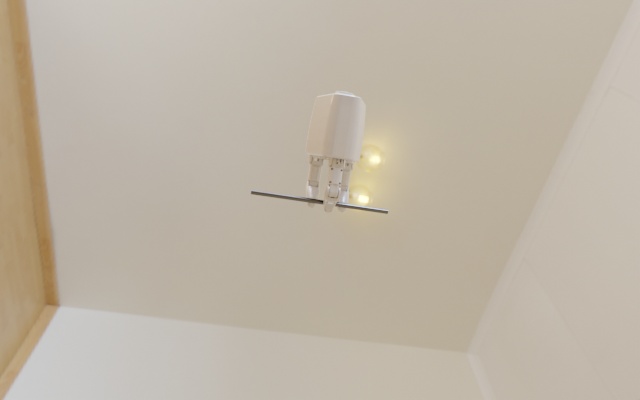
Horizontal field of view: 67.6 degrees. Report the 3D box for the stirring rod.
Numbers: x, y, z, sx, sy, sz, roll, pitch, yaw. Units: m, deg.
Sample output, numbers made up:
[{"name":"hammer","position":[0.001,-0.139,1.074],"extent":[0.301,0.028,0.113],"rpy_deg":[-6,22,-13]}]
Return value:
[{"name":"stirring rod","position":[0.000,0.003,0.827],"extent":[0.239,0.011,0.011],"rpy_deg":[8,-1,-7]}]
